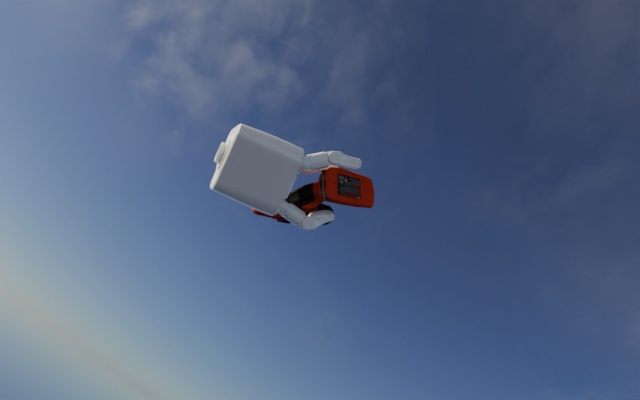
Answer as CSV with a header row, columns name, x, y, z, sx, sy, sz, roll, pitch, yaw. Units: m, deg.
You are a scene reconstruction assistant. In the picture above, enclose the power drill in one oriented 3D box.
name,x,y,z,sx,sy,sz,roll,pitch,yaw
power drill,0.000,0.003,0.826,0.184,0.057,0.188,10,-20,-42
